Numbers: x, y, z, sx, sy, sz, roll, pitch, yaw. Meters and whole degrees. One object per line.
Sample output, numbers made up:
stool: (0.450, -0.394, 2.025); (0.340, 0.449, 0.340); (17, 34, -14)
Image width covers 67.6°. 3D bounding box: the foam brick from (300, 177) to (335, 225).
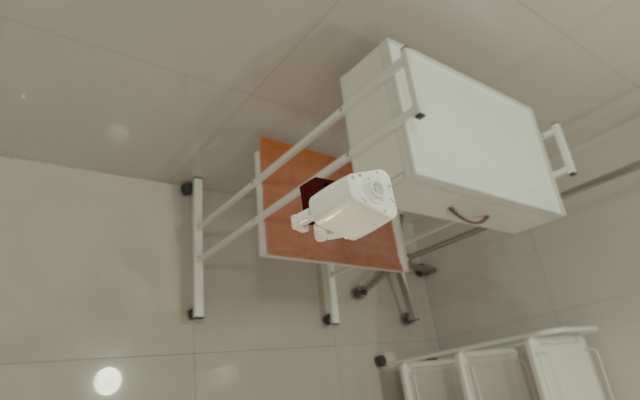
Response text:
foam brick: (0.000, 0.003, 0.890); (0.053, 0.078, 0.051); (9, -28, -37)
